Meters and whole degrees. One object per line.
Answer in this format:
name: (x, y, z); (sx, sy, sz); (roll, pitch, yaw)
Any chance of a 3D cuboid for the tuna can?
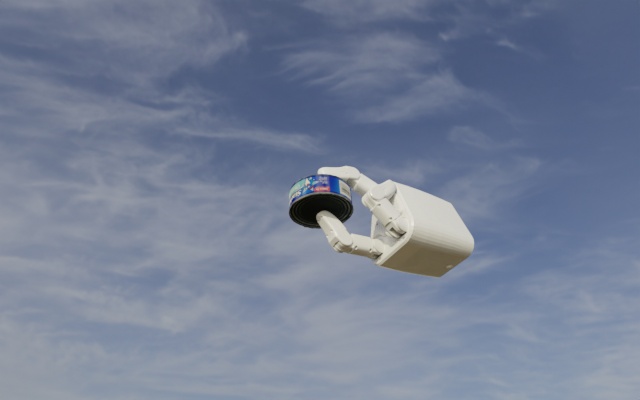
tuna can: (0.000, 0.002, 0.640); (0.086, 0.033, 0.086); (-3, -34, -2)
